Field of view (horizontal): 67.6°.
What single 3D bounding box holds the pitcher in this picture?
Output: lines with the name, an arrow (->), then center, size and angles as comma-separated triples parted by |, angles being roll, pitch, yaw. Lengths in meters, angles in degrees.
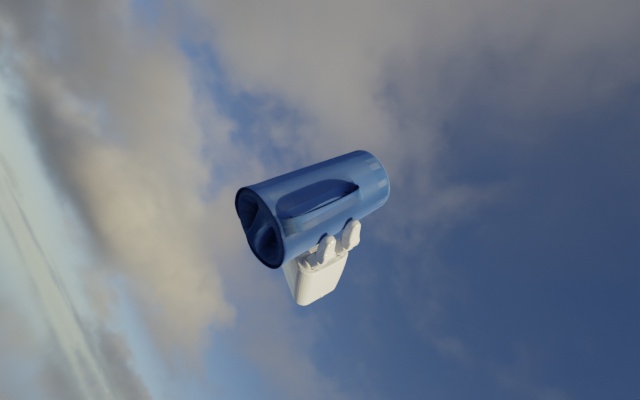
pitcher -> 0.000, 0.003, 0.768 | 0.243, 0.145, 0.149 | -25, 54, -31
